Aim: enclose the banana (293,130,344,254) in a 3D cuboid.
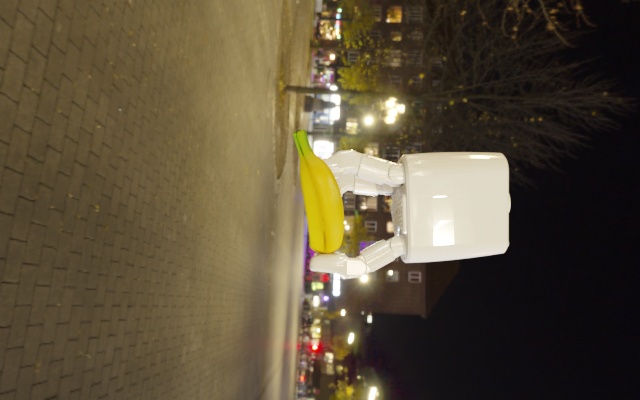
[{"bbox_3d":[0.003,0.015,0.486,0.037,0.069,0.198,-9,-33,-3],"label":"banana"}]
